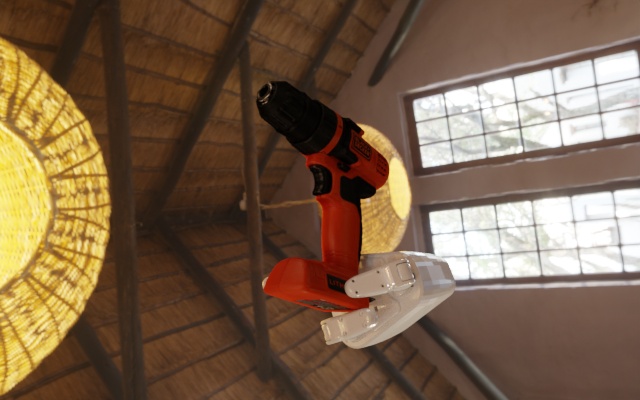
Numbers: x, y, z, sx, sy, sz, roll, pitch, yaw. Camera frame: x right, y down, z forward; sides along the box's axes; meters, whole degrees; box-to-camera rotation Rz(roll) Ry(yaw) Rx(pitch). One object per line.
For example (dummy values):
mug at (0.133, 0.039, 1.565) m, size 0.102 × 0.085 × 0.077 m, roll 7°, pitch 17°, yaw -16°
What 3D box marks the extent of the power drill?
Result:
power drill at (0.000, 0.002, 0.449) m, size 0.057 × 0.187 × 0.184 m, roll -10°, pitch -28°, yaw 40°
